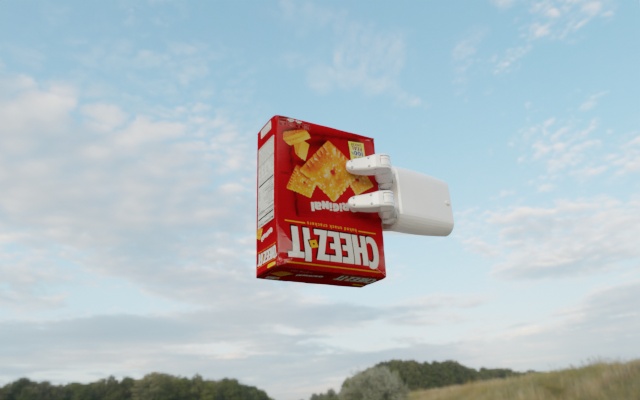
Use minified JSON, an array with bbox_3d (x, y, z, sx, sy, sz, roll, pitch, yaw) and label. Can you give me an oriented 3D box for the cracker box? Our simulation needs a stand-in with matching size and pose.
[{"bbox_3d":[0.000,0.002,0.653,0.164,0.213,0.072,10,-26,-28],"label":"cracker box"}]
